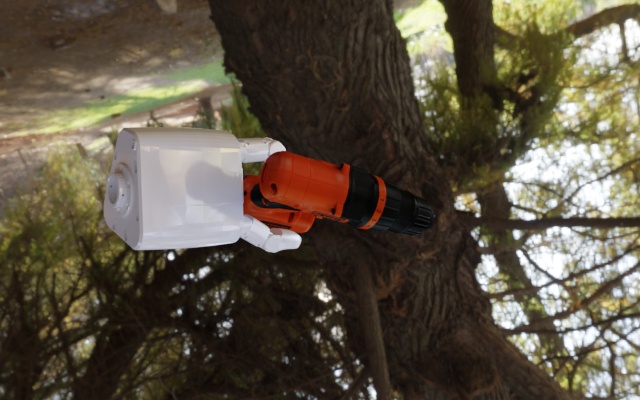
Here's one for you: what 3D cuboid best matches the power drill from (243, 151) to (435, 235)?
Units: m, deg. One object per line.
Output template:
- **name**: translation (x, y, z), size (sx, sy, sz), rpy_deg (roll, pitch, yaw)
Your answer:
- **power drill**: translation (0.000, 0.002, 0.507), size (0.184, 0.057, 0.187), rpy_deg (17, -14, -26)
